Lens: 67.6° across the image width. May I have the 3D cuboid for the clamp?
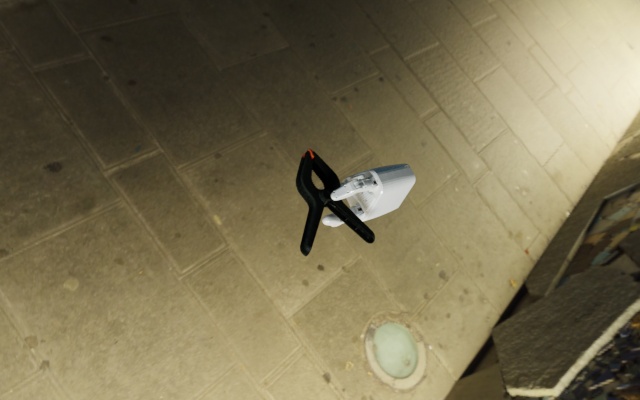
[{"bbox_3d":[0.001,0.002,0.888,0.164,0.210,0.036,-15,-16,-39],"label":"clamp"}]
